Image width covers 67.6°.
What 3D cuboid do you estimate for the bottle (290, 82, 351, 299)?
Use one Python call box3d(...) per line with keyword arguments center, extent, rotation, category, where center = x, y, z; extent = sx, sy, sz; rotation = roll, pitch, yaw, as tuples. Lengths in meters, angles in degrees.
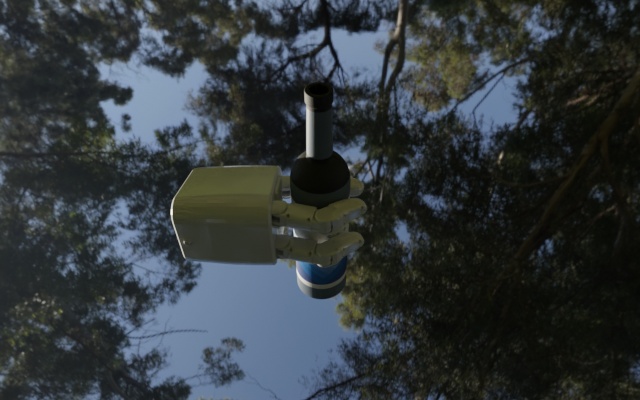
box3d(center=(0.000, 0.002, 0.547), extent=(0.069, 0.296, 0.069), rotation=(0, 44, 0), category="bottle")
